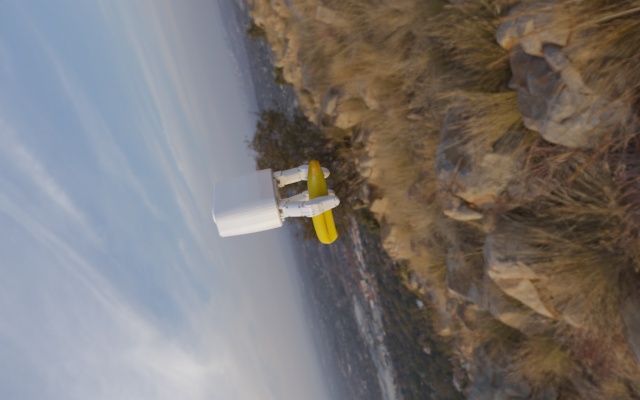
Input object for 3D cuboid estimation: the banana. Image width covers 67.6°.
[{"bbox_3d":[0.003,0.019,0.843,0.037,0.069,0.198,-11,-42,3],"label":"banana"}]
